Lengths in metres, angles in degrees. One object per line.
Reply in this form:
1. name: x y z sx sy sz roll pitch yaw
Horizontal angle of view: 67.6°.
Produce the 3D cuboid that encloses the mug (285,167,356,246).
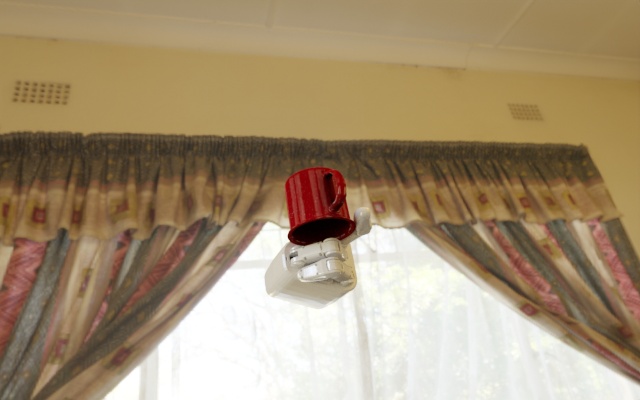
1. mug: 0.001 0.001 0.643 0.093 0.081 0.117 4 -30 -25
